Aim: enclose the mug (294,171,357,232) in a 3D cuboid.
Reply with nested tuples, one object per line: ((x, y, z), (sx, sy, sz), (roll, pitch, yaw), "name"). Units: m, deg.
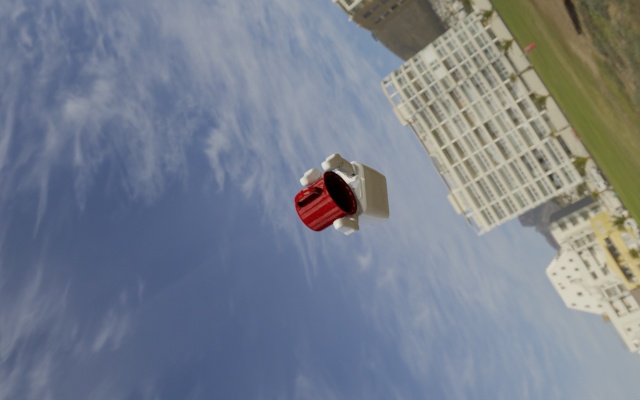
((-0.001, 0.003, 0.869), (0.081, 0.093, 0.117), (-34, -29, 28), "mug")
